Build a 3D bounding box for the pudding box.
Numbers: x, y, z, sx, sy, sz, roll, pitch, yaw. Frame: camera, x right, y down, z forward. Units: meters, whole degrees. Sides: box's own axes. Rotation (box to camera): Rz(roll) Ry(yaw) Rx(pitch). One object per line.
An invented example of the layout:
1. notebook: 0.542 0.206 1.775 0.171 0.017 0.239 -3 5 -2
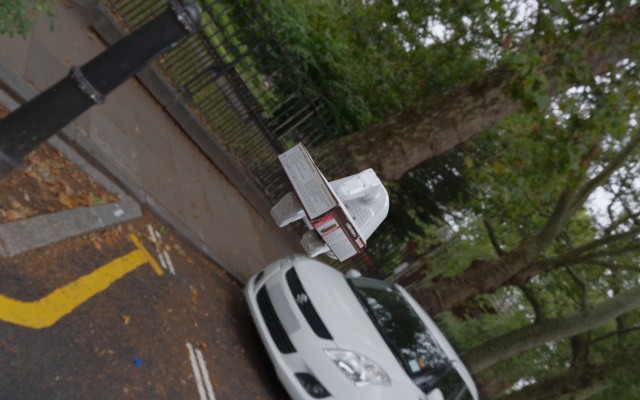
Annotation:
1. pudding box: 0.000 0.002 0.528 0.039 0.113 0.090 -34 -42 2
